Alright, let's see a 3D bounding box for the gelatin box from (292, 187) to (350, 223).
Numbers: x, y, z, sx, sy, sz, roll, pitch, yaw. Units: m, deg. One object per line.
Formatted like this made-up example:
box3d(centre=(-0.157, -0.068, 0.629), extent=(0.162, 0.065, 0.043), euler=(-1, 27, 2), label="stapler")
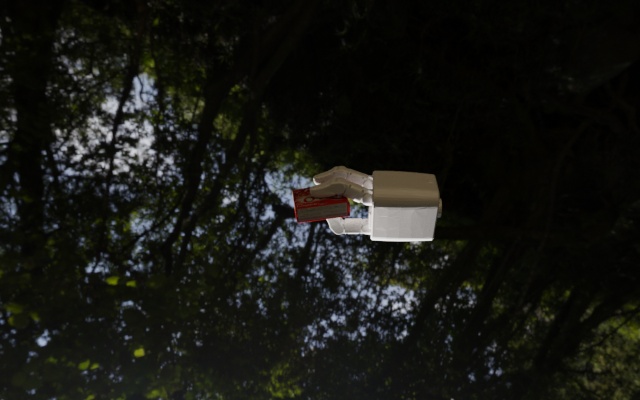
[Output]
box3d(centre=(0.000, 0.003, 0.792), extent=(0.089, 0.030, 0.073), euler=(-8, 27, -4), label="gelatin box")
